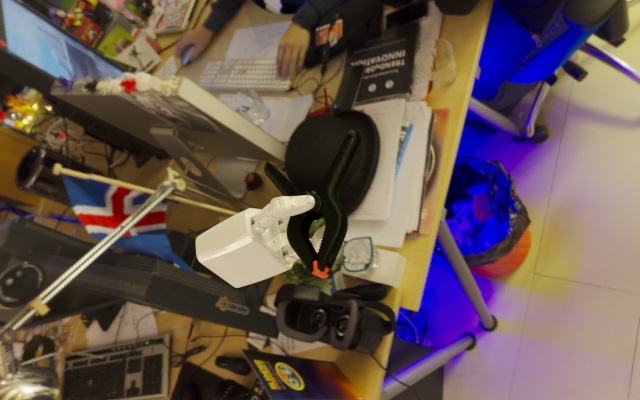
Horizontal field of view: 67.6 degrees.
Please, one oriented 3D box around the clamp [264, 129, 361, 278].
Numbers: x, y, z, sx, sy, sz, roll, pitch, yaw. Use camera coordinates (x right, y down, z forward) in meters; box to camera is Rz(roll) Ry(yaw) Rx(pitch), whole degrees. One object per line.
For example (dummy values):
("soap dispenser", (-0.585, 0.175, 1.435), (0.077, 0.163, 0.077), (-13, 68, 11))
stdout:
("clamp", (0.000, 0.003, 0.676), (0.164, 0.209, 0.036), (-25, -31, 23))
